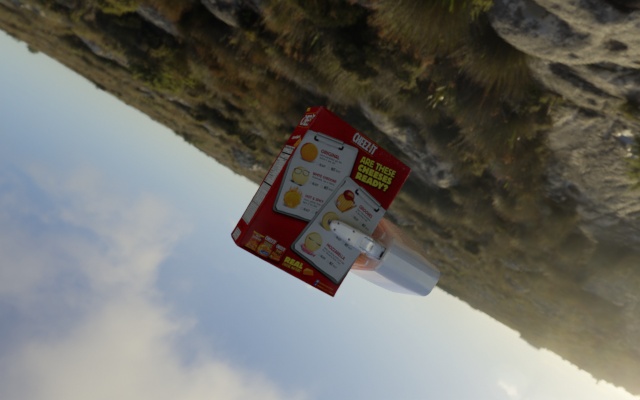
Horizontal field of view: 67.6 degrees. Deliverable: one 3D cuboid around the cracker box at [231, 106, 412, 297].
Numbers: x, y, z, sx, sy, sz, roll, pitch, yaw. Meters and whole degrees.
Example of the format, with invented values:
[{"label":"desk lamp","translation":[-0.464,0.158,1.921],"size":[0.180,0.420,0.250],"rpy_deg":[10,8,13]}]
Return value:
[{"label":"cracker box","translation":[0.000,0.002,0.668],"size":[0.164,0.213,0.072],"rpy_deg":[32,-2,-23]}]
